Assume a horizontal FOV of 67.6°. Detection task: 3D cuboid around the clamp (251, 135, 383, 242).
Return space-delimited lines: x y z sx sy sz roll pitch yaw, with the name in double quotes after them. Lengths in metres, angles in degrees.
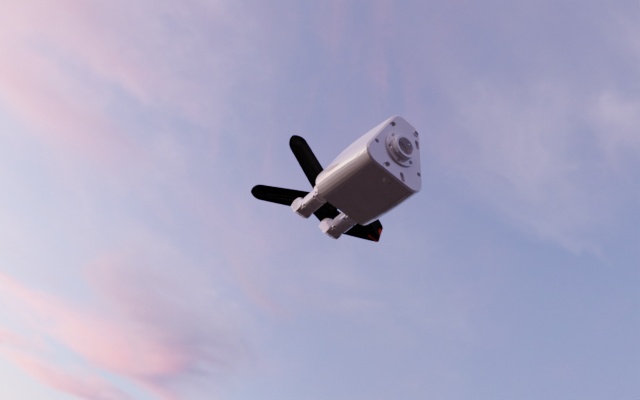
0.001 0.002 0.727 0.210 0.036 0.164 36 -37 -17 "clamp"
